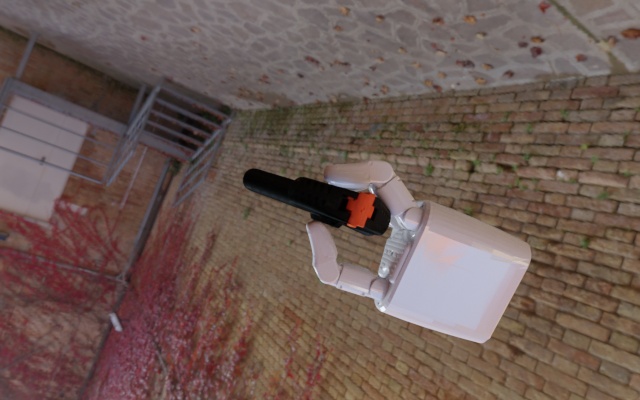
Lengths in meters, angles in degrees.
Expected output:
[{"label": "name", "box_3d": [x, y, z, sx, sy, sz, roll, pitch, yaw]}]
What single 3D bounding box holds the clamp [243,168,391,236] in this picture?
[{"label": "clamp", "box_3d": [0.000, 0.002, 0.454, 0.164, 0.036, 0.210, 20, -3, -5]}]
